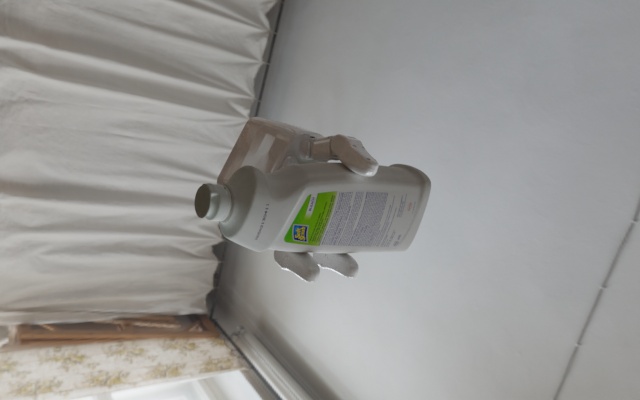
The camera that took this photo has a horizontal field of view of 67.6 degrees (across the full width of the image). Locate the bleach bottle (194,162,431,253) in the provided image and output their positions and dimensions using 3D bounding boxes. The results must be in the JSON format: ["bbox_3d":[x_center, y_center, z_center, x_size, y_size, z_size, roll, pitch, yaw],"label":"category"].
[{"bbox_3d":[0.000,0.002,0.471,0.251,0.102,0.068,5,16,-40],"label":"bleach bottle"}]
